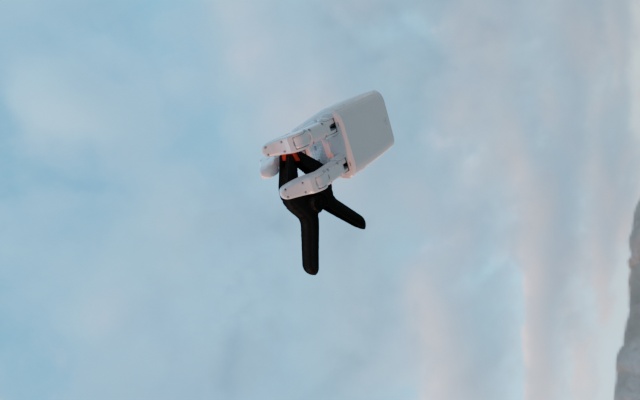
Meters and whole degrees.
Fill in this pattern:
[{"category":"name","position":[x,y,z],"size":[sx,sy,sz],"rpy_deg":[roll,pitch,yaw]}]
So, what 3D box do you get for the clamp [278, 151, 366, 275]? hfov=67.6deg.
[{"category":"clamp","position":[0.000,0.002,0.651],"size":[0.039,0.171,0.120],"rpy_deg":[2,27,46]}]
